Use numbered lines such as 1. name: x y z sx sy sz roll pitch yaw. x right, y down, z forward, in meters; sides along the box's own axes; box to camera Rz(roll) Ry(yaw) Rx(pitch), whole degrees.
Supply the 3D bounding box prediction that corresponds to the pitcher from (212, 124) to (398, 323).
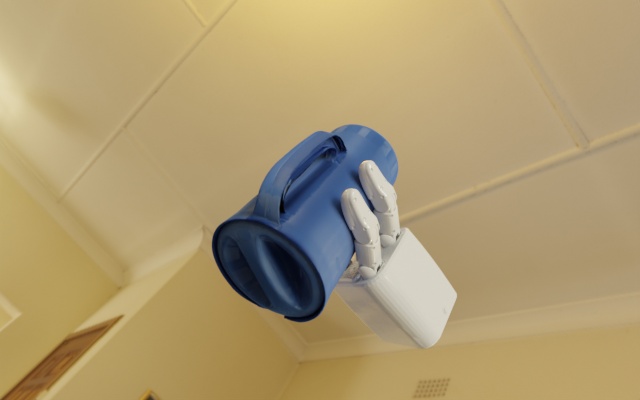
1. pitcher: 0.000 0.002 0.543 0.149 0.145 0.242 -29 15 44
